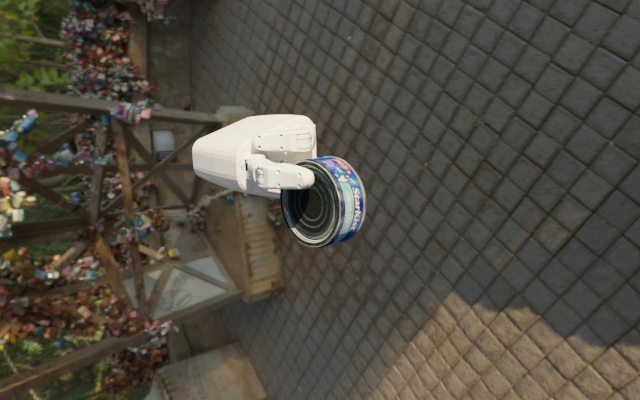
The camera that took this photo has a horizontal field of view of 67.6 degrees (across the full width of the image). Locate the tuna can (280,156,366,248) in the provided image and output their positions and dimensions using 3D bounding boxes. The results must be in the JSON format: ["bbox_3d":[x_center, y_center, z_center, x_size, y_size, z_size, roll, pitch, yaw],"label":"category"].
[{"bbox_3d":[0.000,0.002,0.454,0.086,0.086,0.034,0,7,45],"label":"tuna can"}]
